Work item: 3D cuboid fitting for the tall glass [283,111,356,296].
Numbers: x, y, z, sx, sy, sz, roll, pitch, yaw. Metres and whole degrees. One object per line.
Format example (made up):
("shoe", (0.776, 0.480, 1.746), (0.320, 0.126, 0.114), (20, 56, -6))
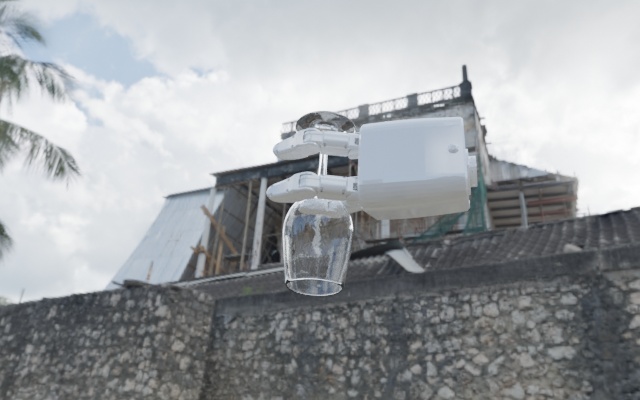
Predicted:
("tall glass", (0.000, 0.001, 0.540), (0.079, 0.201, 0.079), (4, -26, 2))
